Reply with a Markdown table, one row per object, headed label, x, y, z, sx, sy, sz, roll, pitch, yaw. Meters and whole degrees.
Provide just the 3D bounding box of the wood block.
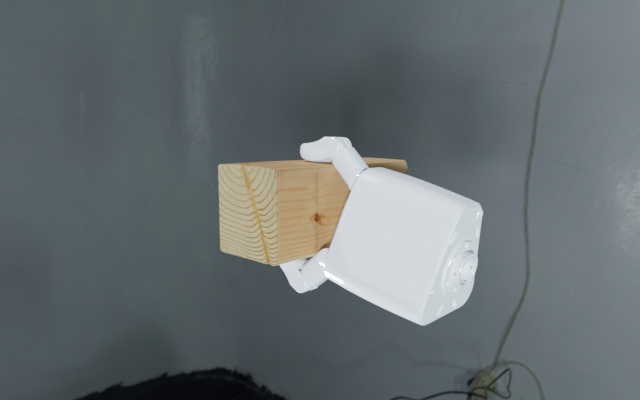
| label | x | y | z | sx | sy | sz | roll | pitch | yaw |
| --- | --- | --- | --- | --- | --- | --- | --- | --- | --- |
| wood block | 0.000 | 0.001 | 0.524 | 0.090 | 0.091 | 0.206 | 8 | 11 | 43 |
